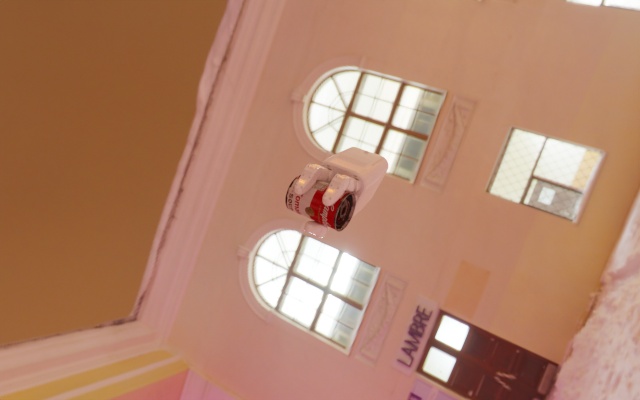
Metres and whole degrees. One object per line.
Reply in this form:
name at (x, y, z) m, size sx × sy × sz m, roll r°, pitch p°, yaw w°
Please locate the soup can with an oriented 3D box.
soup can at (0.000, 0.003, 0.812) m, size 0.102 × 0.068 × 0.068 m, roll 22°, pitch 10°, yaw 25°
